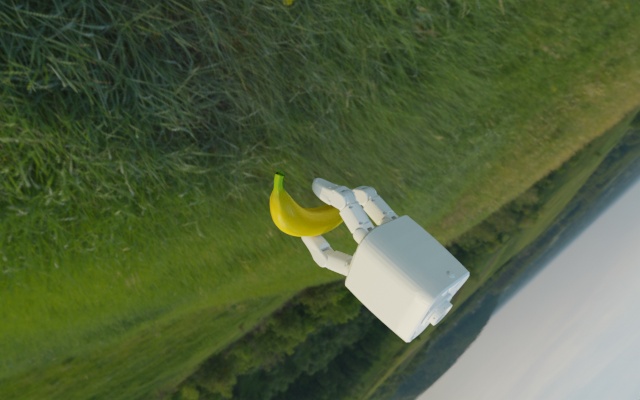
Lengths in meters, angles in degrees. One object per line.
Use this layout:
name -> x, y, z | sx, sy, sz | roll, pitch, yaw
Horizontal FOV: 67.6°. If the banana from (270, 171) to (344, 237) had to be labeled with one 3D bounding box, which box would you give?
banana -> -0.012, 0.017, 0.623 | 0.037, 0.069, 0.198 | 39, 9, 27
